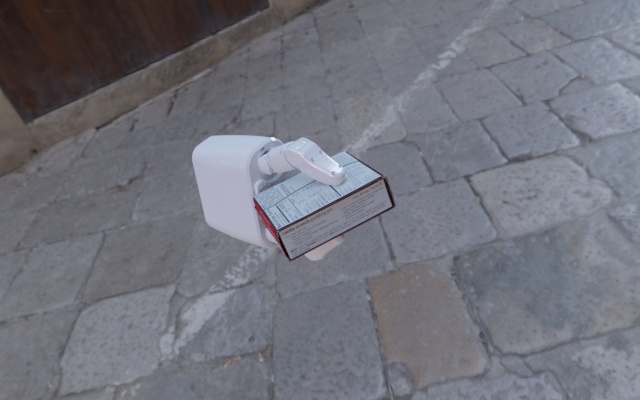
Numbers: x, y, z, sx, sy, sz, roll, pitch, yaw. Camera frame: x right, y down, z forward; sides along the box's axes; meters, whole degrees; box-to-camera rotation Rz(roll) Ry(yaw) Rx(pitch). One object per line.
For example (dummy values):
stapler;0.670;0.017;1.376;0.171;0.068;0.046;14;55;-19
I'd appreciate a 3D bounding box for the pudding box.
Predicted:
pudding box;0.000;0.001;0.455;0.113;0.039;0.090;-28;29;-9
